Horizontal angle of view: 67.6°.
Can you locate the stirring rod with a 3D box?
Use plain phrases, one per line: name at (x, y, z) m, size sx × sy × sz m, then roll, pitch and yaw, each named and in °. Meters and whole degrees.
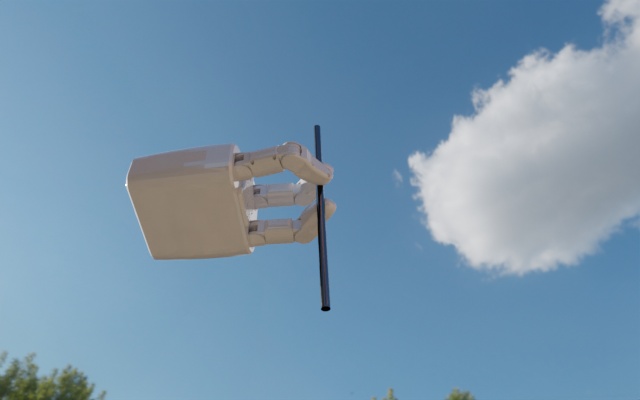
stirring rod at (0.000, 0.002, 0.468) m, size 0.011 × 0.239 × 0.011 m, roll -1°, pitch -44°, yaw -1°
